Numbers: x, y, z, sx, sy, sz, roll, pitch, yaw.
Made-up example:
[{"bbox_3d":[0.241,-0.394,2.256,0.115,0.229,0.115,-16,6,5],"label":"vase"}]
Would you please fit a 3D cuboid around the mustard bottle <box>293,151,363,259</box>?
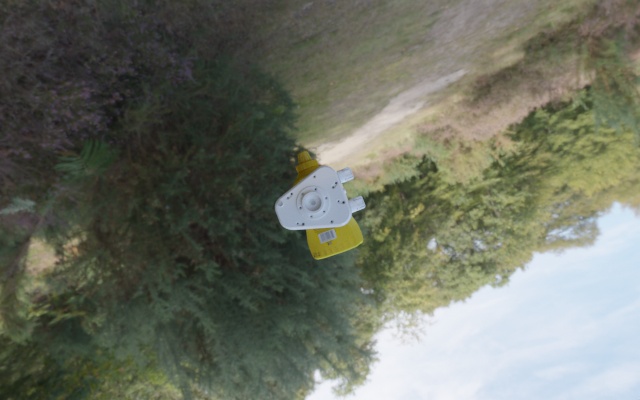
[{"bbox_3d":[0.000,0.003,0.859,0.096,0.191,0.058,-21,-1,25],"label":"mustard bottle"}]
